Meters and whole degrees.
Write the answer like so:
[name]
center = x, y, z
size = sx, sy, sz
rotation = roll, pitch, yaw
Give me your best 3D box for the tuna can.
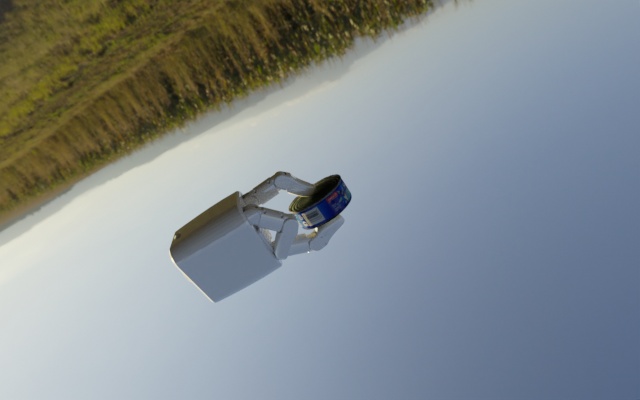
[tuna can]
center = 0.000, 0.003, 0.661
size = 0.086, 0.034, 0.086
rotation = -31, 17, 11
